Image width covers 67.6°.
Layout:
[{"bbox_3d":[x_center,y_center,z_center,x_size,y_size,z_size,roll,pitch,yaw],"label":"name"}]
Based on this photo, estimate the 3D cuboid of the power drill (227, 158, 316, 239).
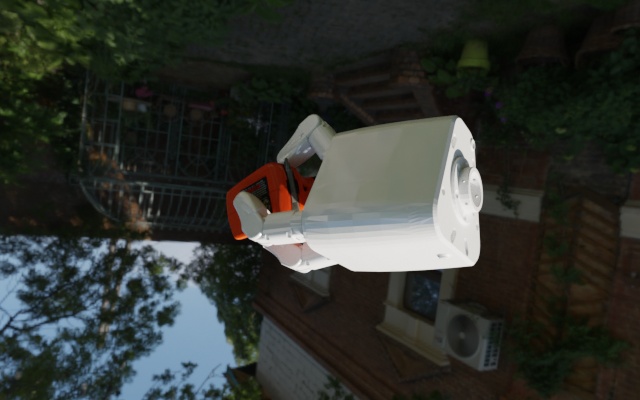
[{"bbox_3d":[0.000,0.002,0.510,0.187,0.057,0.184,-5,-14,-37],"label":"power drill"}]
